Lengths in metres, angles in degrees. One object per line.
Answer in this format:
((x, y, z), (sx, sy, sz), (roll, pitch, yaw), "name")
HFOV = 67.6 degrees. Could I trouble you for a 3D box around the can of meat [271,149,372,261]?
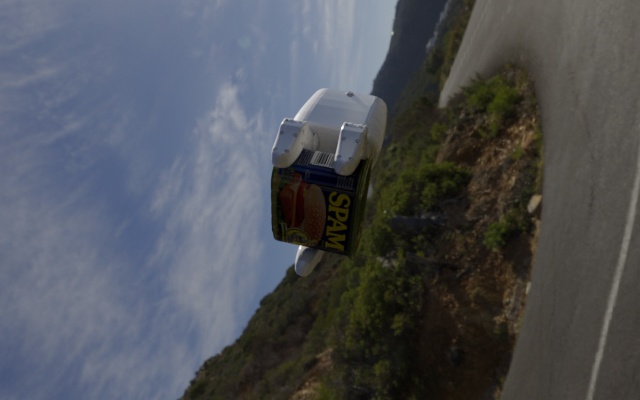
((0.000, 0.002, 0.458), (0.084, 0.102, 0.057), (11, 39, 9), "can of meat")
